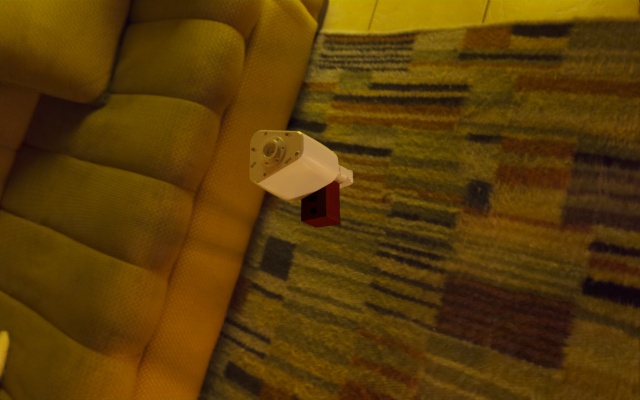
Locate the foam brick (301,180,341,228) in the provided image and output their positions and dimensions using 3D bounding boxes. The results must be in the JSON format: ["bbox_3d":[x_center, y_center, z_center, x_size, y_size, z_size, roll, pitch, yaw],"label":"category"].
[{"bbox_3d":[0.000,0.003,0.833,0.053,0.078,0.051,-12,-21,28],"label":"foam brick"}]
